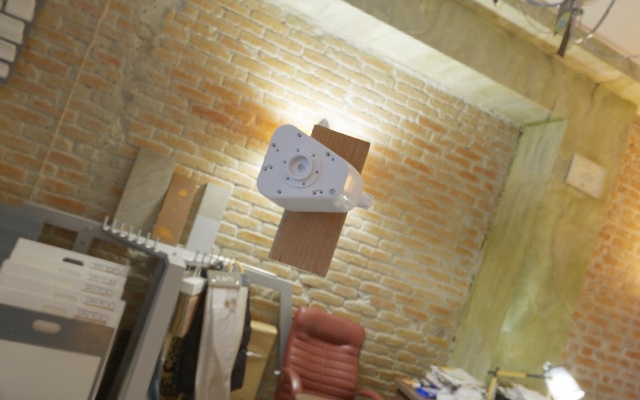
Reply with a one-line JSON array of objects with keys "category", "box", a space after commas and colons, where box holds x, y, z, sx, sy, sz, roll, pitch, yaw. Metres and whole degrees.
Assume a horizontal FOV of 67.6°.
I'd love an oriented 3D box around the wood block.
[{"category": "wood block", "box": [0.000, 0.002, 0.730, 0.091, 0.206, 0.090, 19, -3, 3]}]
